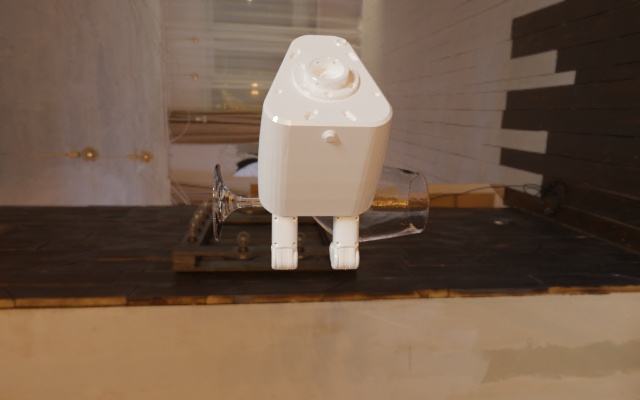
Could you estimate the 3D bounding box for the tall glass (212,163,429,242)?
[{"bbox_3d":[-0.001,0.002,0.467,0.201,0.079,0.079,0,0,-7],"label":"tall glass"}]
